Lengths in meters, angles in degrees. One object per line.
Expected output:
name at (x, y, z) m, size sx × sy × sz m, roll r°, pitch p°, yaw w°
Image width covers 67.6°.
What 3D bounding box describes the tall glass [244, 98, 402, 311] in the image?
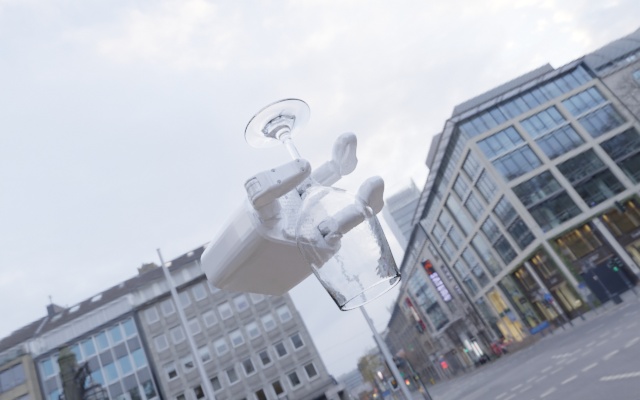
tall glass at (0.000, 0.001, 0.454) m, size 0.079 × 0.201 × 0.079 m, roll -24°, pitch -23°, yaw -11°
